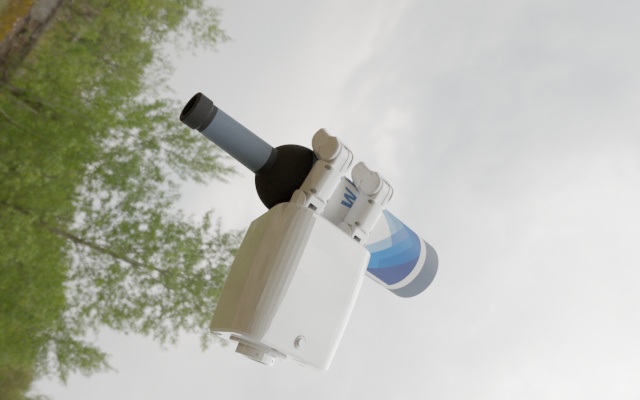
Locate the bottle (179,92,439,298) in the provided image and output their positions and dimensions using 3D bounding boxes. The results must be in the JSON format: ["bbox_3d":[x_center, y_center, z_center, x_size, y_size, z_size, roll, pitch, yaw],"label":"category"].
[{"bbox_3d":[0.000,0.002,0.445,0.296,0.069,0.069,36,-21,-32],"label":"bottle"}]
